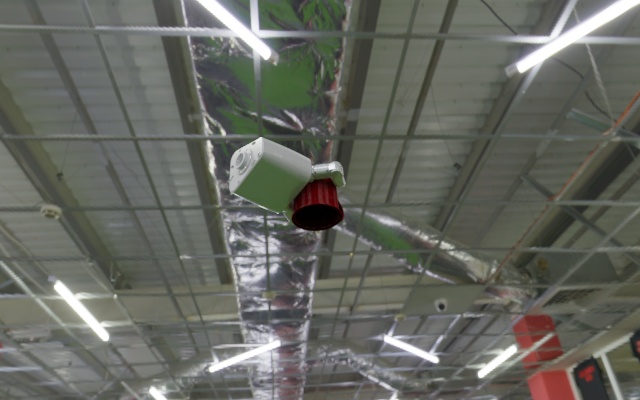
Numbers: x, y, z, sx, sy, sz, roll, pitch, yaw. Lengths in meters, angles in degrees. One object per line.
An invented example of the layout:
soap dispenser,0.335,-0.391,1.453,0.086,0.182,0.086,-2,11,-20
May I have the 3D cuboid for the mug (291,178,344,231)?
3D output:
mug,0.001,0.003,0.896,0.117,0.081,0.093,24,-43,-35
